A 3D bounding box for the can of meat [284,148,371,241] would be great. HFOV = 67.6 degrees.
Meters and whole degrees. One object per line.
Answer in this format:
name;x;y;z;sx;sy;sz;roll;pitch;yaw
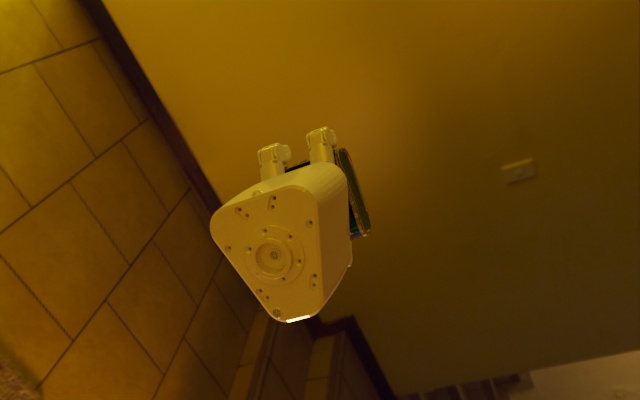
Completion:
can of meat;0.000;0.002;0.514;0.084;0.102;0.057;-18;4;17
